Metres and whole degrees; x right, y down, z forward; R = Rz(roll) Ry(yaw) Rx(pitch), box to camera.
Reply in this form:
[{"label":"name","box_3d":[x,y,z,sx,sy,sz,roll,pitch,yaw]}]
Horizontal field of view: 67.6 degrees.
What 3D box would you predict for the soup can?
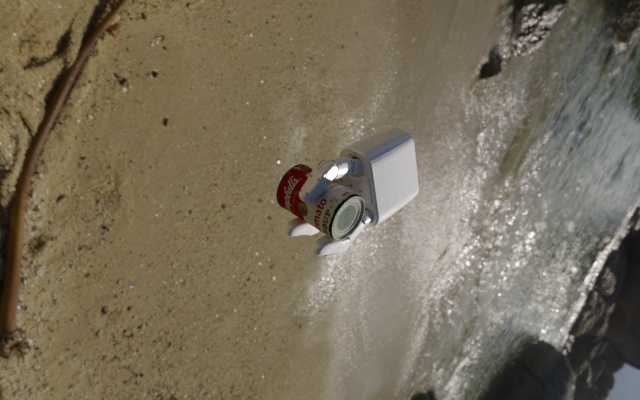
[{"label":"soup can","box_3d":[0.000,0.002,0.634,0.102,0.068,0.068,31,18,34]}]
